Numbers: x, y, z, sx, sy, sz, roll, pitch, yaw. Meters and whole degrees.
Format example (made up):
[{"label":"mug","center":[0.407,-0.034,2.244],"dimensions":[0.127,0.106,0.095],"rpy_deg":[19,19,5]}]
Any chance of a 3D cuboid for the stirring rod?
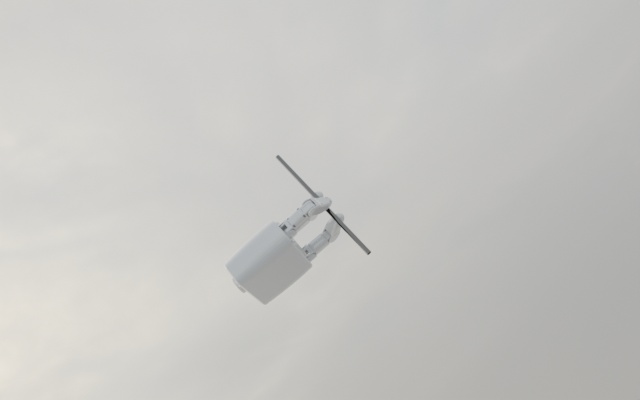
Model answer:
[{"label":"stirring rod","center":[0.000,0.003,0.791],"dimensions":[0.239,0.011,0.011],"rpy_deg":[46,23,24]}]
